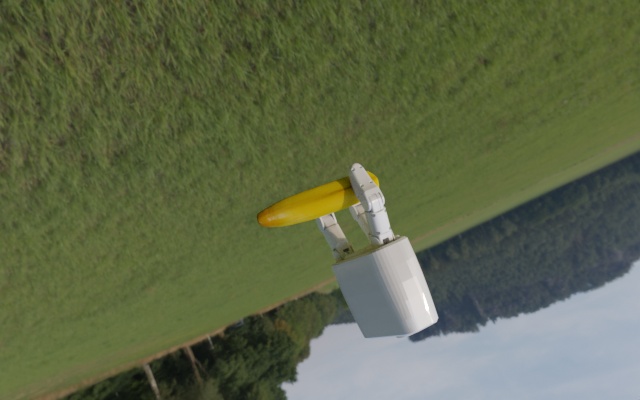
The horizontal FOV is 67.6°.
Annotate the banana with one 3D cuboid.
[{"bbox_3d":[0.014,-0.004,0.589,0.198,0.037,0.069,-20,-1,-44],"label":"banana"}]
